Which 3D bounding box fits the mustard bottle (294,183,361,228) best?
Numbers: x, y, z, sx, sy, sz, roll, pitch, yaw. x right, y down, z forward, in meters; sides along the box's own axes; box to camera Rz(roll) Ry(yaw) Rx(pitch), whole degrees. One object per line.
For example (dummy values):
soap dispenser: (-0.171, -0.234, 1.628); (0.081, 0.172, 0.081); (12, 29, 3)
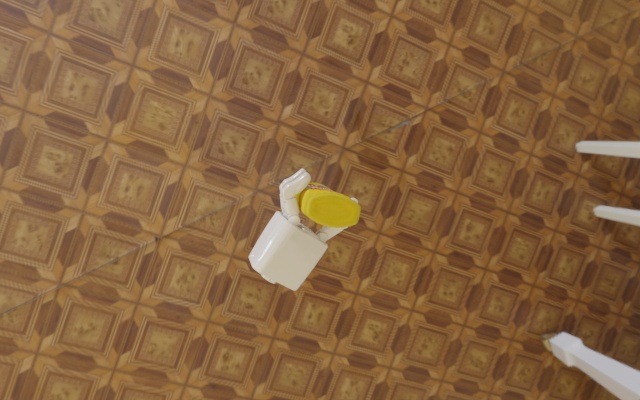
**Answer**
mustard bottle: (0.000, 0.003, 0.874); (0.096, 0.058, 0.191); (9, 7, -15)
